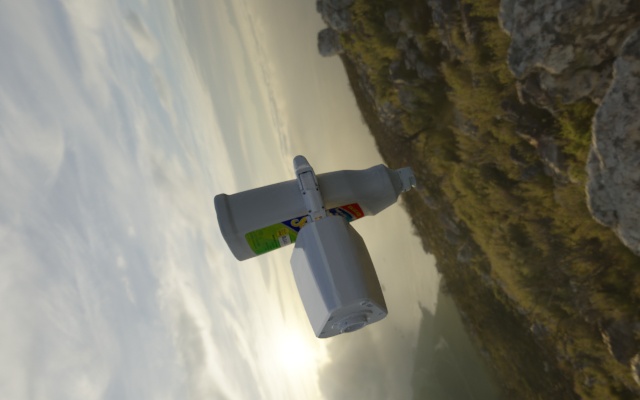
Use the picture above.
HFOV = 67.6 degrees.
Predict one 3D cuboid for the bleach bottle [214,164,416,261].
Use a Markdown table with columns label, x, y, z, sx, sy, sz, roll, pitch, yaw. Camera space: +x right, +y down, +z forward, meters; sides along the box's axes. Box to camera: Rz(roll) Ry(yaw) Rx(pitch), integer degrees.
| label | x | y | z | sx | sy | sz | roll | pitch | yaw |
| --- | --- | --- | --- | --- | --- | --- | --- | --- | --- |
| bleach bottle | 0.000 | 0.002 | 0.611 | 0.251 | 0.068 | 0.103 | -17 | -30 | -4 |
